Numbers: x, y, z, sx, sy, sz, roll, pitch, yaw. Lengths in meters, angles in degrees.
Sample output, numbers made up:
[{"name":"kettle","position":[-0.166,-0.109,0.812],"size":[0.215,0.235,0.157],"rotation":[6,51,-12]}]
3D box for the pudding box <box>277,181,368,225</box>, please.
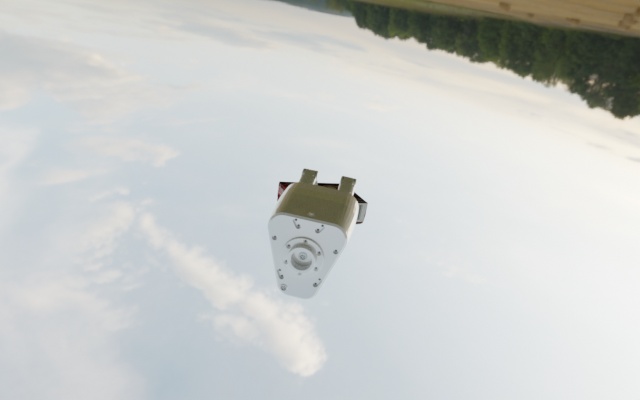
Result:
[{"name":"pudding box","position":[0.000,0.003,0.710],"size":[0.113,0.039,0.090],"rotation":[3,20,-22]}]
